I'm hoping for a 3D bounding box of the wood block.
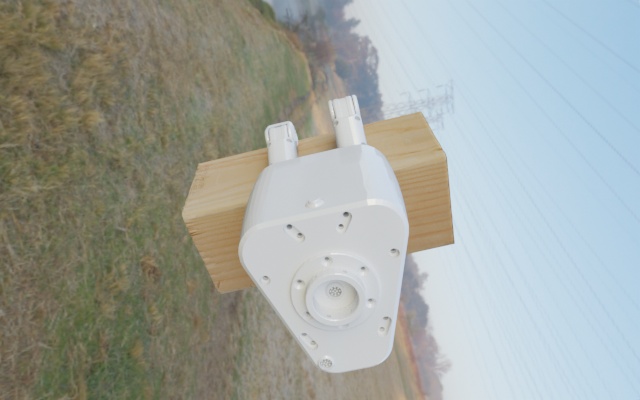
[{"bbox_3d":[0.000,0.002,0.418,0.206,0.091,0.090,-12,33,4],"label":"wood block"}]
